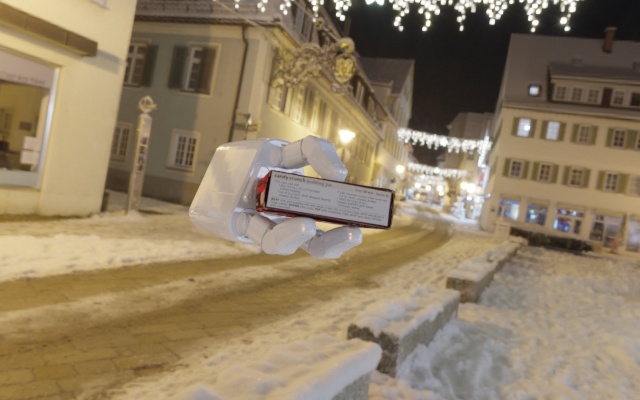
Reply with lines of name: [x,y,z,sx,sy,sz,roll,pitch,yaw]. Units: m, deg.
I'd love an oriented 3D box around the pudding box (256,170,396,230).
pudding box: [0.000,0.001,0.438,0.113,0.039,0.090,7,-3,-11]
